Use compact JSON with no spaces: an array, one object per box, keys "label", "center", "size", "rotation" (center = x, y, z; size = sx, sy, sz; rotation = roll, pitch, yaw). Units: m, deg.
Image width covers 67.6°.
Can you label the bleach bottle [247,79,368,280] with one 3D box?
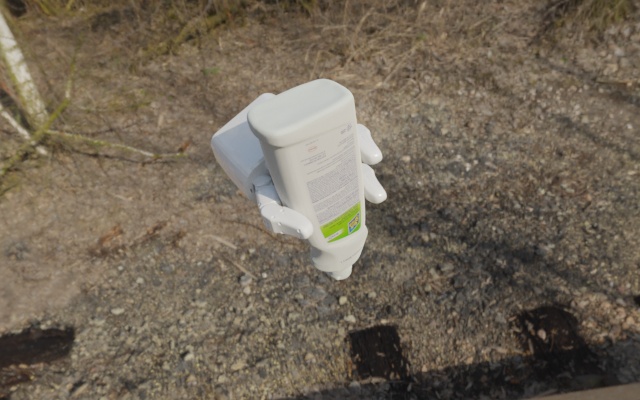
[{"label":"bleach bottle","center":[0.000,0.002,0.523],"size":[0.102,0.251,0.068],"rotation":[-29,44,-19]}]
